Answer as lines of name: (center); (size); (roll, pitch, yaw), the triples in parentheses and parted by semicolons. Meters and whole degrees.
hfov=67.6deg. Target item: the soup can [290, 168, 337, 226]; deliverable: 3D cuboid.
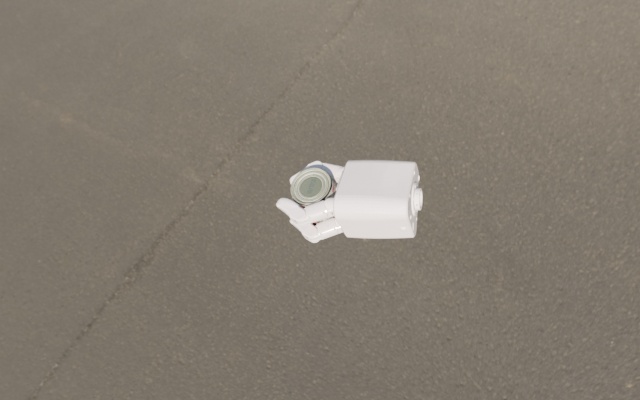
soup can: (0.000, 0.002, 0.757); (0.068, 0.068, 0.102); (0, -29, 20)
